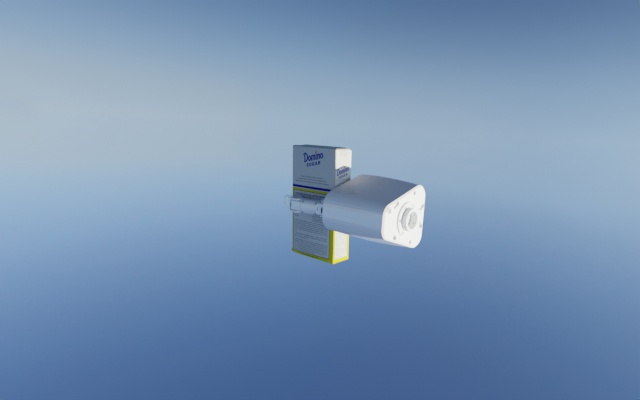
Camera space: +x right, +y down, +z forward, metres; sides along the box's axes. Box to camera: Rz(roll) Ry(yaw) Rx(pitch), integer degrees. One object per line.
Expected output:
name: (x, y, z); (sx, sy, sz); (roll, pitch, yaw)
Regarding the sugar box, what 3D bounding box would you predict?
sugar box: (0.001, 0.003, 0.752); (0.093, 0.176, 0.048); (11, 12, 40)
